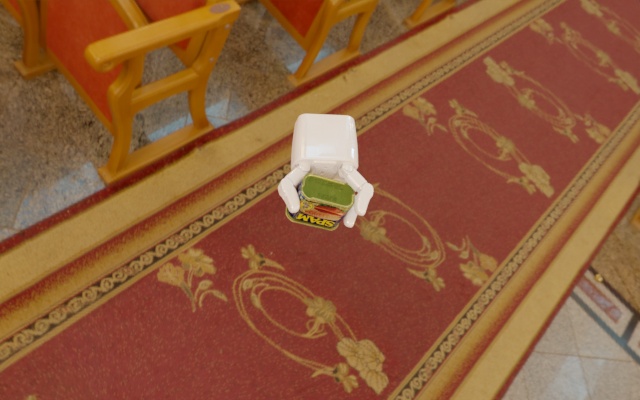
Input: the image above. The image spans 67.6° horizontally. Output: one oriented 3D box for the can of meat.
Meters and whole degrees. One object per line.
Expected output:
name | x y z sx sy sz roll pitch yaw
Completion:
can of meat | 0.000 0.003 0.835 0.102 0.057 0.084 14 -33 -15
